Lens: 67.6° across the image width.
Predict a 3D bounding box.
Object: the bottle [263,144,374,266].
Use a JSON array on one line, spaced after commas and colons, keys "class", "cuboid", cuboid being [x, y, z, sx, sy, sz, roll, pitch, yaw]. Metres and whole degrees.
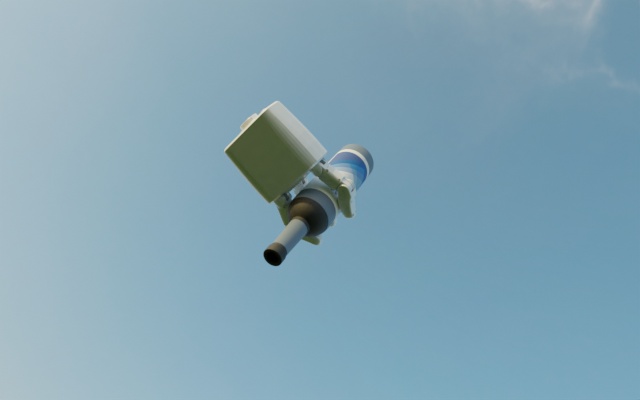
[{"class": "bottle", "cuboid": [0.000, 0.002, 0.721, 0.069, 0.069, 0.295, 0, 29, 29]}]
